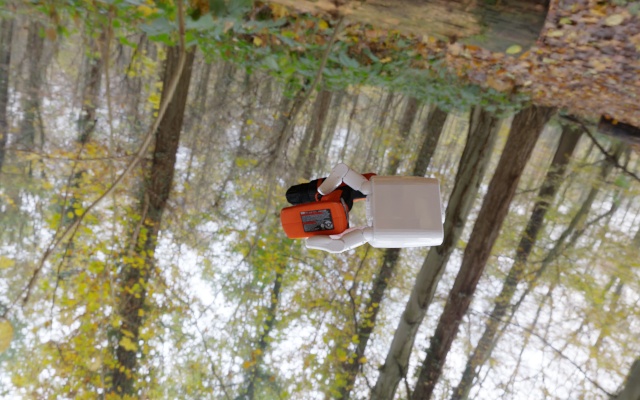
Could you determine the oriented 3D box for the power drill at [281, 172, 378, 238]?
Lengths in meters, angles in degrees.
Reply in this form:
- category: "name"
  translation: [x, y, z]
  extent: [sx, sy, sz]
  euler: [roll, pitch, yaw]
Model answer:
- category: "power drill"
  translation: [0.000, 0.003, 0.817]
  extent: [0.184, 0.057, 0.187]
  euler: [-9, 17, 21]
